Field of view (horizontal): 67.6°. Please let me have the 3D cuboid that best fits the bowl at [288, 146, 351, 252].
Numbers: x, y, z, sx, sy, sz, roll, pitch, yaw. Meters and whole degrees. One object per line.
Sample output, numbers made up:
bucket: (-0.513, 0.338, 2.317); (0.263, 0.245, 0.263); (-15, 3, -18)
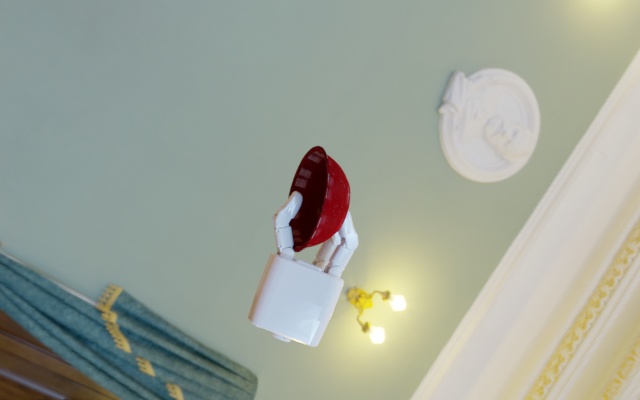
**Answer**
bowl: (0.001, 0.001, 0.717); (0.055, 0.162, 0.162); (12, -5, -21)
